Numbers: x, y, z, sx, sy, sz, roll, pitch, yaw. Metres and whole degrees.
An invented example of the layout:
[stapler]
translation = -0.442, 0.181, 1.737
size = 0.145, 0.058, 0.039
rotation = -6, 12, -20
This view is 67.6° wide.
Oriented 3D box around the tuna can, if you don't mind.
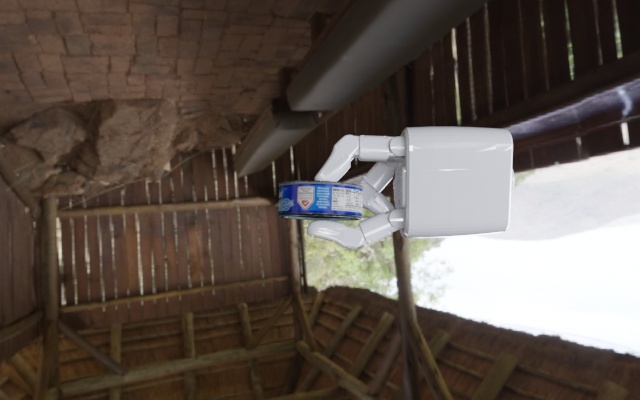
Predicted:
[tuna can]
translation = 0.000, 0.002, 0.482
size = 0.086, 0.033, 0.086
rotation = 2, -5, 0
